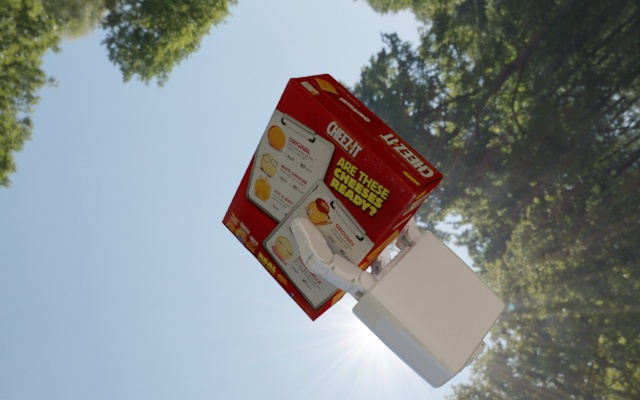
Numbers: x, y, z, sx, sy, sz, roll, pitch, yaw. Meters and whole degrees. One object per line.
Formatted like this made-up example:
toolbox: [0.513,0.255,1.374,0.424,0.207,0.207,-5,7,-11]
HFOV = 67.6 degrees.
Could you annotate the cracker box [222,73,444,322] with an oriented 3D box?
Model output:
cracker box: [0.000,0.002,0.508,0.072,0.164,0.214,-27,-23,-49]
